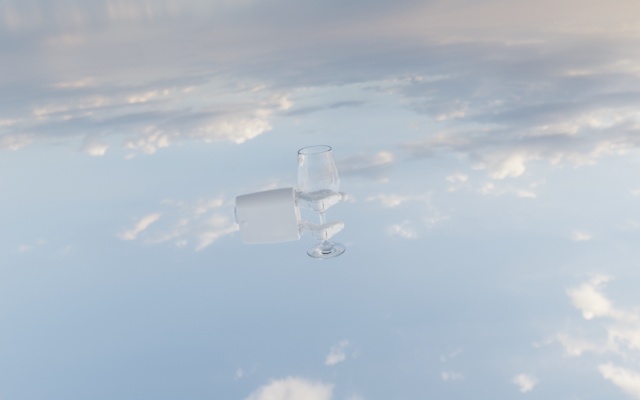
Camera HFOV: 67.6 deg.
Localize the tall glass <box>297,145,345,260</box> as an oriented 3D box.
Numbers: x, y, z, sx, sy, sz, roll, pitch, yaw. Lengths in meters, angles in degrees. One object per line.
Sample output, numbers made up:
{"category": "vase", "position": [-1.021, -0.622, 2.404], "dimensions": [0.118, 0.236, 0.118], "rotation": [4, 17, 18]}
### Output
{"category": "tall glass", "position": [0.000, 0.003, 0.883], "dimensions": [0.079, 0.201, 0.079], "rotation": [-6, 19, 2]}
